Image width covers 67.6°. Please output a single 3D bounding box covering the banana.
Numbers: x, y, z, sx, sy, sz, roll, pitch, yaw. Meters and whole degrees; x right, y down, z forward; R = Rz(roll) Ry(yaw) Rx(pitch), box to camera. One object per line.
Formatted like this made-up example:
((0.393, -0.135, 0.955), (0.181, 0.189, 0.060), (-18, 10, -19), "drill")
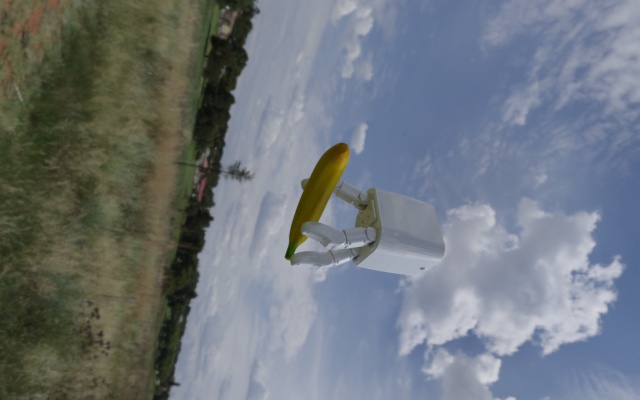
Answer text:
((-0.002, -0.006, 0.648), (0.037, 0.198, 0.069), (15, 34, -14), "banana")
